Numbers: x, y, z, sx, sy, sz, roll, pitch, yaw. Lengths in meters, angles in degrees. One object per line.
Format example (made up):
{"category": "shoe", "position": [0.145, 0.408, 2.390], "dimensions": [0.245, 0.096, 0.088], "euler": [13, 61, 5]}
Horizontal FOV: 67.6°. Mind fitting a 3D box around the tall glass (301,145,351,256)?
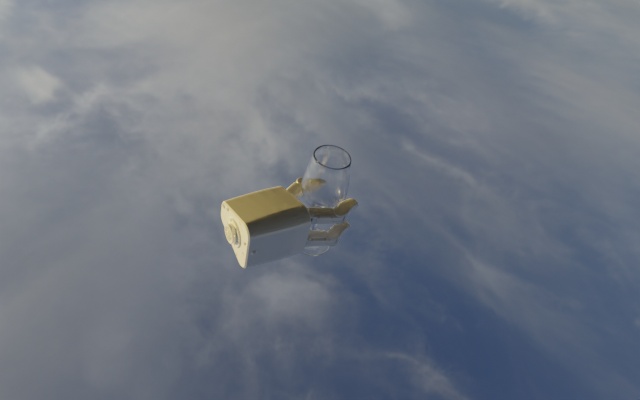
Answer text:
{"category": "tall glass", "position": [0.000, 0.003, 0.819], "dimensions": [0.079, 0.201, 0.079], "euler": [8, 42, -8]}
